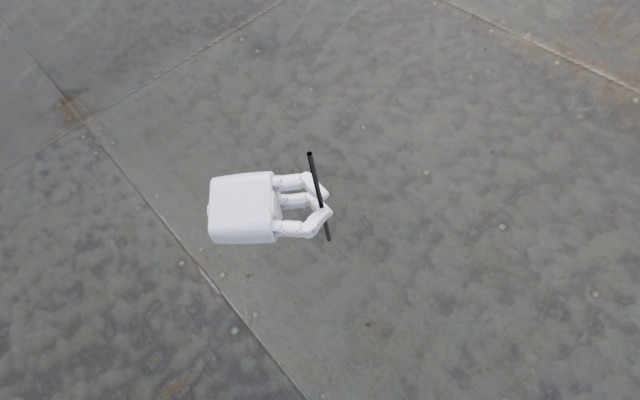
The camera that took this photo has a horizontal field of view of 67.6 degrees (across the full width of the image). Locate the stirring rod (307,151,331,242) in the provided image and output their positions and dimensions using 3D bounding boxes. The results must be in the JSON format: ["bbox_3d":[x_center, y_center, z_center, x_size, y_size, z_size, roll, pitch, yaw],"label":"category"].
[{"bbox_3d":[0.000,0.003,0.767,0.011,0.011,0.240,0,-35,9],"label":"stirring rod"}]
